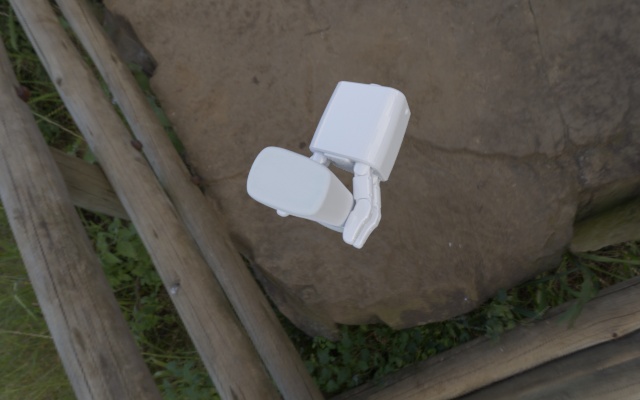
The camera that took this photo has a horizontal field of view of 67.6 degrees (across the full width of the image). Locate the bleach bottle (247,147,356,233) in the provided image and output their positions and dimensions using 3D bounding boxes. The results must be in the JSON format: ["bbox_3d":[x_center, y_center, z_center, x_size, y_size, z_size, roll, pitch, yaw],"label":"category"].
[{"bbox_3d":[0.000,0.002,0.647,0.102,0.068,0.251,21,-4,20],"label":"bleach bottle"}]
